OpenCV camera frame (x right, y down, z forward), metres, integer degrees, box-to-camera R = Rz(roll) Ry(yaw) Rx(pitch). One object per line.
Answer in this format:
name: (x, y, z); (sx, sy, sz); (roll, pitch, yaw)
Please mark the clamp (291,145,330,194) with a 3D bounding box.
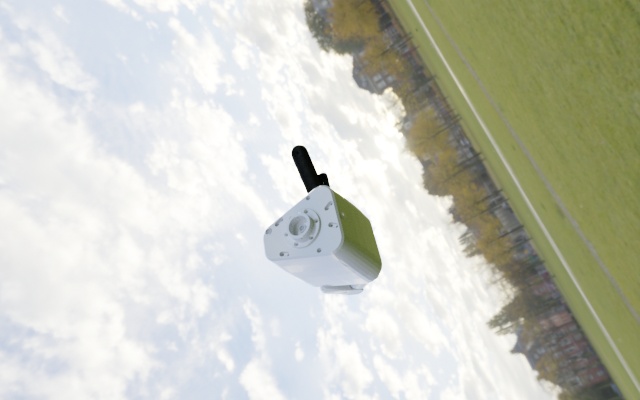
clamp: (0.000, 0.003, 0.692); (0.039, 0.171, 0.120); (-28, -35, 14)
